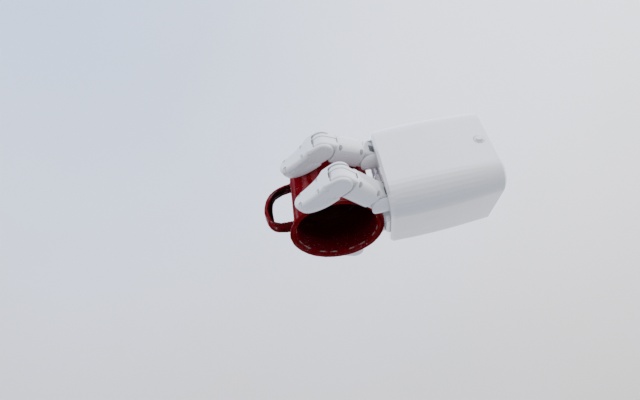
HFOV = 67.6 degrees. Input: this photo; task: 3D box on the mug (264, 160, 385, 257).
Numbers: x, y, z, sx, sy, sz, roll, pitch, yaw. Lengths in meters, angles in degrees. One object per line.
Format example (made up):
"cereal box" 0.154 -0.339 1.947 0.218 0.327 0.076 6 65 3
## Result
"mug" -0.001 0.002 0.491 0.117 0.081 0.093 -12 -39 3
